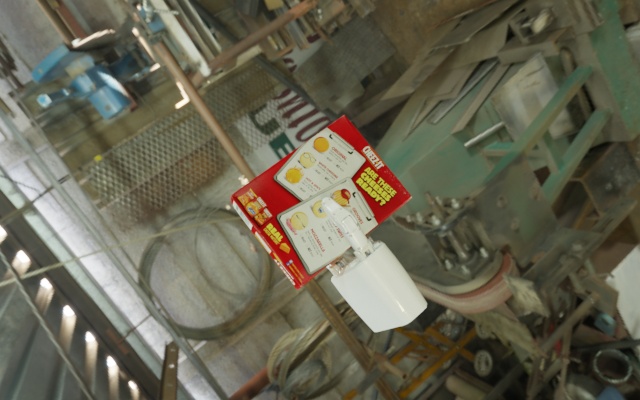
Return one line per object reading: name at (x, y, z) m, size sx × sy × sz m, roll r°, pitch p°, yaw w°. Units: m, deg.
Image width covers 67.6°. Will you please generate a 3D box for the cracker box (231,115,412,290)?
cracker box at (0.000, 0.002, 0.713) m, size 0.213 × 0.164 × 0.072 m, roll -37°, pitch -5°, yaw -16°
